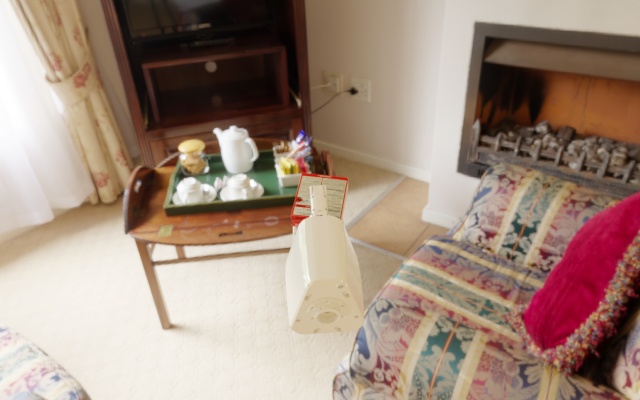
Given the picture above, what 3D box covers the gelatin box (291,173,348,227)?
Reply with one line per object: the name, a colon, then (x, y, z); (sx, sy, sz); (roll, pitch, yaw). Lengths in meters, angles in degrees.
gelatin box: (0.000, 0.002, 0.713); (0.073, 0.089, 0.030); (6, -39, 7)
